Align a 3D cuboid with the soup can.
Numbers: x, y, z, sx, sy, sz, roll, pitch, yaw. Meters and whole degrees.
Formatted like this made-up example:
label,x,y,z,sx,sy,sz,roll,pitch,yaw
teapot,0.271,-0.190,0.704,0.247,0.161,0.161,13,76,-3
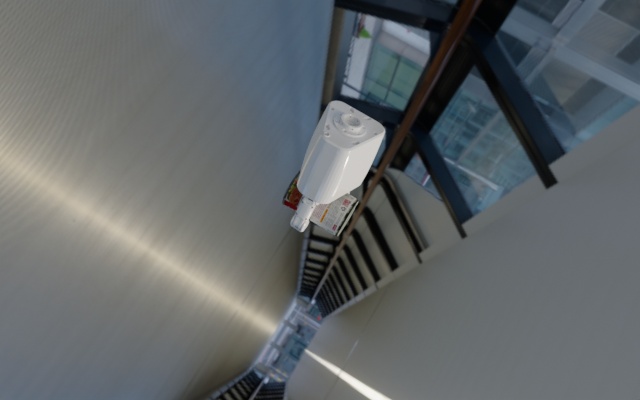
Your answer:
label,x,y,z,sx,sy,sz,roll,pitch,yaw
soup can,0.000,0.003,0.753,0.102,0.068,0.068,31,4,6
